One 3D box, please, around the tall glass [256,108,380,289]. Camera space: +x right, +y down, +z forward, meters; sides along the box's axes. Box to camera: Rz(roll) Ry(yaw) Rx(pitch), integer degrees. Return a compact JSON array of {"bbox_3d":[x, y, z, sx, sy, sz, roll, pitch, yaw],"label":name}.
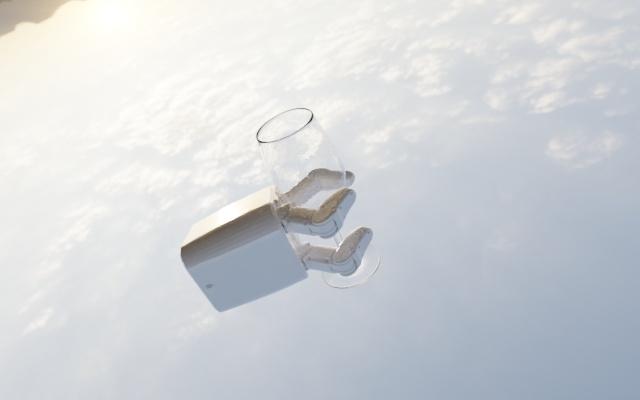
[{"bbox_3d":[0.000,0.002,0.519,0.079,0.201,0.079,-17,33,12],"label":"tall glass"}]
